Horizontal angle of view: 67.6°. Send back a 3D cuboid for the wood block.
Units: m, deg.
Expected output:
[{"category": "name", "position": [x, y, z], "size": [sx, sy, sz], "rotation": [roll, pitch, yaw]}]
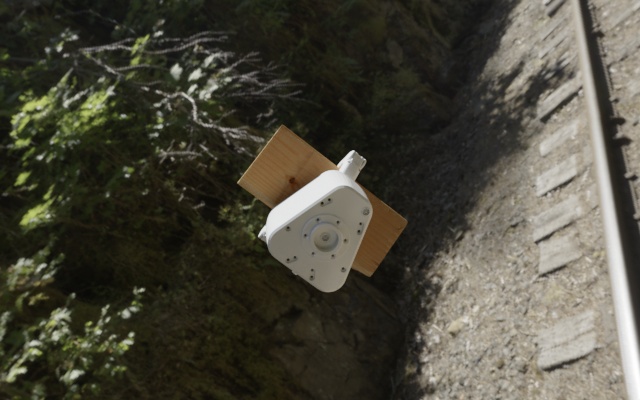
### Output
[{"category": "wood block", "position": [0.000, 0.002, 0.642], "size": [0.206, 0.091, 0.090], "rotation": [37, -7, -9]}]
